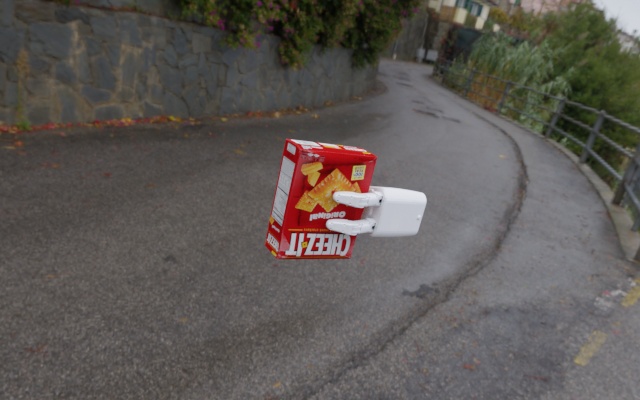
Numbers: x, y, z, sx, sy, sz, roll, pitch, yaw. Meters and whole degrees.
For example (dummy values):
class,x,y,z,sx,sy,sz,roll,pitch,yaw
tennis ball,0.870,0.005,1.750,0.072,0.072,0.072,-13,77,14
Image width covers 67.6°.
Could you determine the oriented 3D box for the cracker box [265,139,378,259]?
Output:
class,x,y,z,sx,sy,sz,roll,pitch,yaw
cracker box,0.000,0.003,0.893,0.164,0.214,0.072,3,19,-29
